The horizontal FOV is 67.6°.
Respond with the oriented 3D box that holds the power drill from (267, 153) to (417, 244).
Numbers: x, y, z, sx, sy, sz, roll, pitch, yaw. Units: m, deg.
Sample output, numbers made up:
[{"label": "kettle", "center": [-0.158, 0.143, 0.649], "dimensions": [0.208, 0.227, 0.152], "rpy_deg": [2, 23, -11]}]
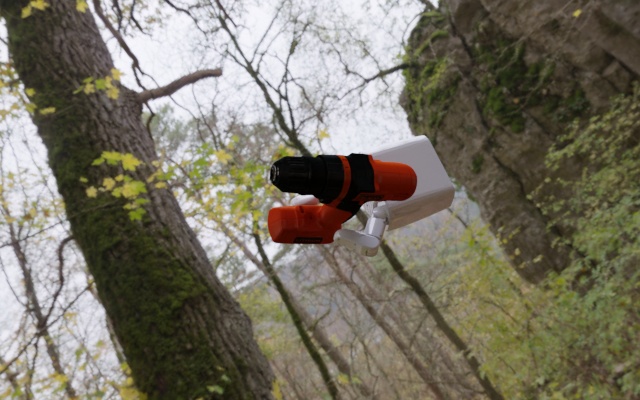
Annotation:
[{"label": "power drill", "center": [0.000, 0.002, 0.598], "dimensions": [0.184, 0.057, 0.188], "rpy_deg": [4, -23, -27]}]
